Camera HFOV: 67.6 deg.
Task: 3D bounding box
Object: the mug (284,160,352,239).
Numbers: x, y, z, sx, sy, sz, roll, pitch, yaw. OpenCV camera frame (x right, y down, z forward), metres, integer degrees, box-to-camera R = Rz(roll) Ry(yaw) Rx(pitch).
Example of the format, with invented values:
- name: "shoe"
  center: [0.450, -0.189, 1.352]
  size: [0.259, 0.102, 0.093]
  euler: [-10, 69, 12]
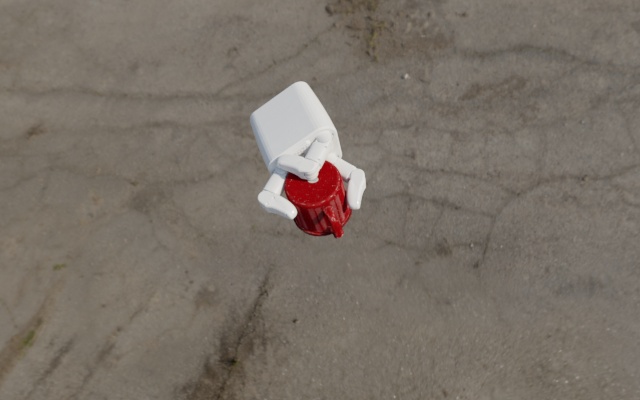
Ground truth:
- name: "mug"
  center: [0.001, 0.003, 0.682]
  size: [0.093, 0.117, 0.081]
  euler: [-25, -31, -3]
